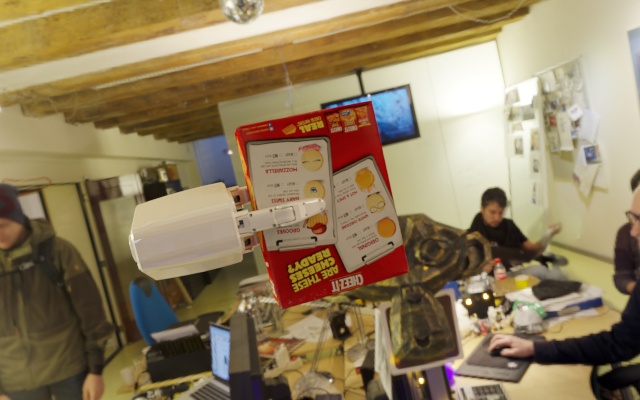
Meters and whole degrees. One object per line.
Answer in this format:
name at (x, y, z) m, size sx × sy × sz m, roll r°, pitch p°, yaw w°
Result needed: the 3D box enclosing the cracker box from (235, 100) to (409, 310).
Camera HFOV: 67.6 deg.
cracker box at (0.000, 0.002, 0.580) m, size 0.164 × 0.214 × 0.072 m, roll -14°, pitch 4°, yaw -12°
